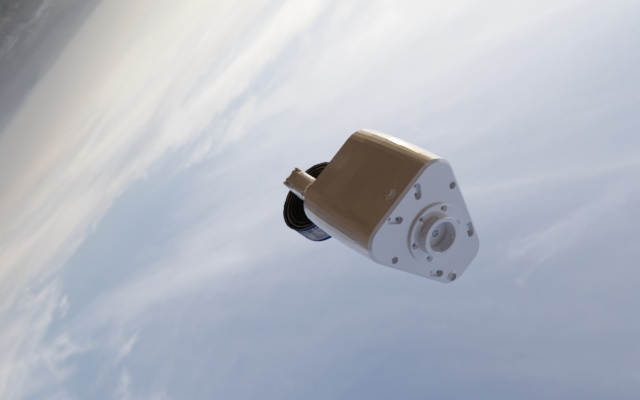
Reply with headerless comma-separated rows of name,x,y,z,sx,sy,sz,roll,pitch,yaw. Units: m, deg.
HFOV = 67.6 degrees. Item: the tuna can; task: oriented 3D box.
tuna can,0.000,0.002,0.531,0.086,0.086,0.034,0,-29,49
